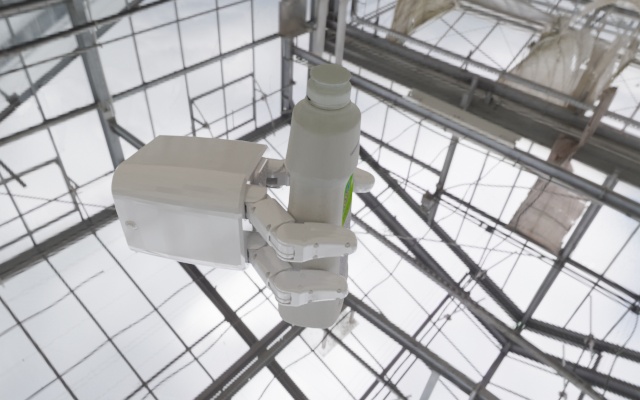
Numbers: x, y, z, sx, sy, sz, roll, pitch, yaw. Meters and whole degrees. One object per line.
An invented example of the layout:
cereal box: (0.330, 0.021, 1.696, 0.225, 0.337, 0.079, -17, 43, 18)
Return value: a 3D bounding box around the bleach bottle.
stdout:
bleach bottle: (0.000, 0.001, 0.411, 0.068, 0.251, 0.102, 8, 42, 4)
